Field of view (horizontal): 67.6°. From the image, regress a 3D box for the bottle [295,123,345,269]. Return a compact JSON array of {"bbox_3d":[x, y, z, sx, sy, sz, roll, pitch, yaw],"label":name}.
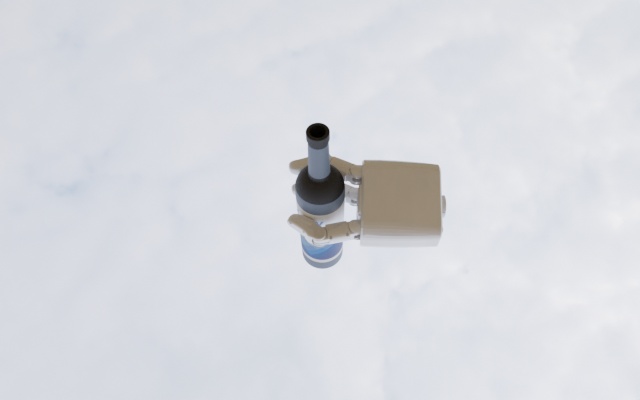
[{"bbox_3d":[0.000,0.002,0.661,0.069,0.069,0.296,0,-33,1],"label":"bottle"}]
